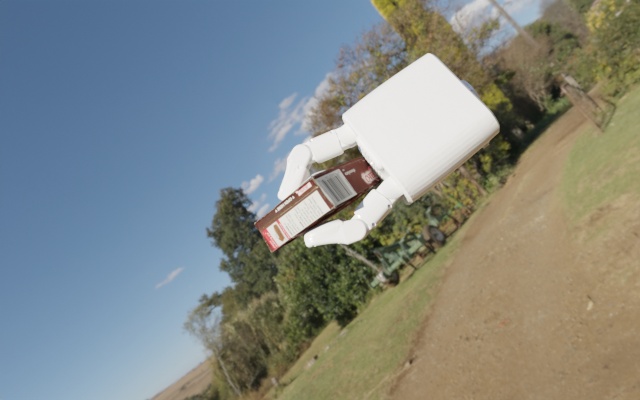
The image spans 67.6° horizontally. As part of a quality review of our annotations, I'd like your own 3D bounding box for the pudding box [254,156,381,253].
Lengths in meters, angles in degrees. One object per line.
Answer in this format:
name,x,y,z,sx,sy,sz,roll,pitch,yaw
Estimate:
pudding box,0.000,0.001,0.484,0.090,0.039,0.113,-38,-8,32
